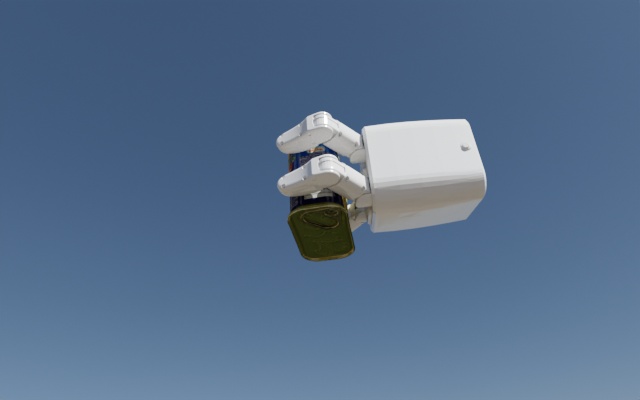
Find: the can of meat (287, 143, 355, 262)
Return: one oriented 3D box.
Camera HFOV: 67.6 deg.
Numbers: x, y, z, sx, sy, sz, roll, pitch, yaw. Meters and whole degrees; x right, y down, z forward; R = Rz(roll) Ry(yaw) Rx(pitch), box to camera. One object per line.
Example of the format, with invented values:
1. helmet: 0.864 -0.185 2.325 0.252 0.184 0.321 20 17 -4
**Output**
1. can of meat: 0.000 0.001 0.493 0.057 0.084 0.102 -8 -35 6
